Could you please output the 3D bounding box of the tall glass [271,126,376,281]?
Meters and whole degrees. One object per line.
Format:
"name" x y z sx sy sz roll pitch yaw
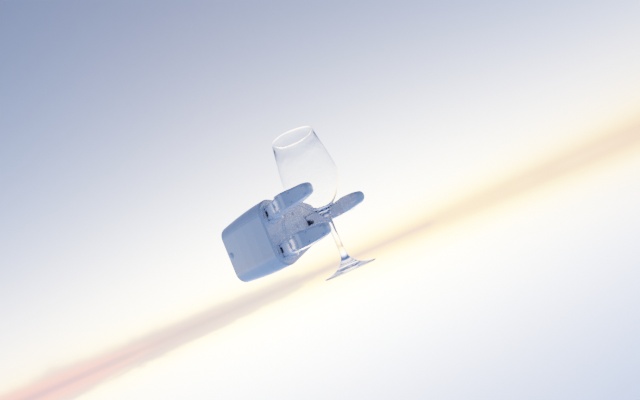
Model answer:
"tall glass" 0.001 0.003 0.645 0.079 0.201 0.079 -23 -7 -3
